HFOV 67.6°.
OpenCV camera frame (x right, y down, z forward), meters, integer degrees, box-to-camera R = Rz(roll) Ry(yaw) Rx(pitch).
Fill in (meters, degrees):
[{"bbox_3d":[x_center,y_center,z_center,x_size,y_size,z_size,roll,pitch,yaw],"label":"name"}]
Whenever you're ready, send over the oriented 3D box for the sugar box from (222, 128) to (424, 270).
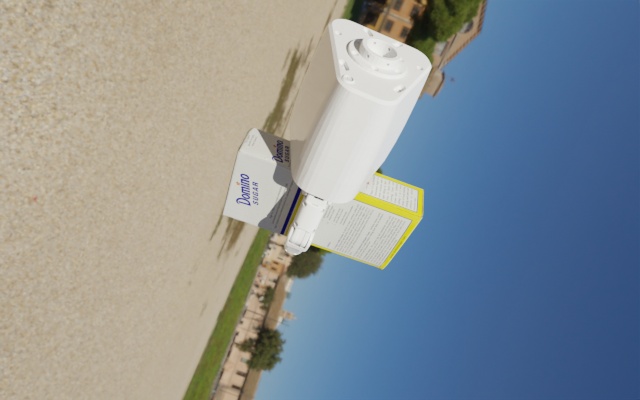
[{"bbox_3d":[0.000,0.001,0.466,0.176,0.048,0.093,22,-46,-4],"label":"sugar box"}]
